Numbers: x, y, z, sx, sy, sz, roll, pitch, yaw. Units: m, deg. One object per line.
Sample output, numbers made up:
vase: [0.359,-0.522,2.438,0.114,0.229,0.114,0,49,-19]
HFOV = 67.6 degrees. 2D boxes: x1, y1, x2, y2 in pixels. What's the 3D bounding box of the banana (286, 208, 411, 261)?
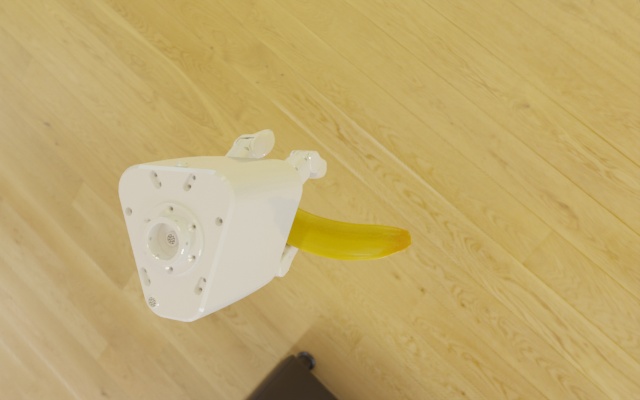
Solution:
banana: [-0.011,0.016,0.469,0.198,0.069,0.037,30,10,15]
